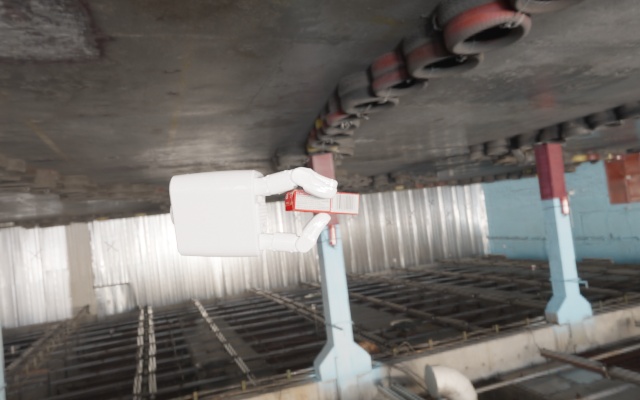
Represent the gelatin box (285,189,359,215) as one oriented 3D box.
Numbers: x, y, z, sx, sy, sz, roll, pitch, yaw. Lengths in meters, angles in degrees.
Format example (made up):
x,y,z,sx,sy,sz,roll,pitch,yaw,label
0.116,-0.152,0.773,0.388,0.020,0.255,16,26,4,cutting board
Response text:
x,y,z,sx,sy,sz,roll,pitch,yaw,label
0.000,0.003,0.642,0.089,0.030,0.073,4,-2,-11,gelatin box
